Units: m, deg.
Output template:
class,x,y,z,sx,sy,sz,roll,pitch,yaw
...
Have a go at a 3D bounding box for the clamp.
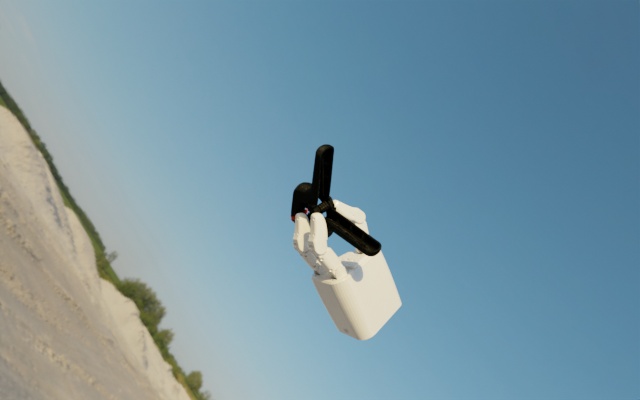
class,x,y,z,sx,sy,sz,roll,pitch,yaw
clamp,0.001,0.002,0.718,0.036,0.164,0.210,-27,11,-25
